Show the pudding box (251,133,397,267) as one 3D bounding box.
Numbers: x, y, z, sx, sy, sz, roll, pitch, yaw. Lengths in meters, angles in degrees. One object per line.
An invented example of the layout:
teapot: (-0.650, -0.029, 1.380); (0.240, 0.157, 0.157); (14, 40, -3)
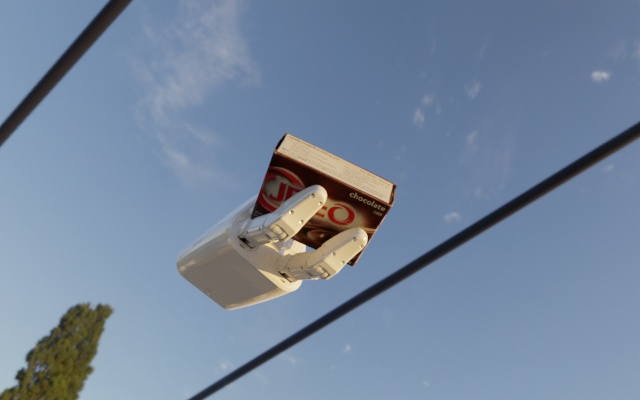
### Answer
pudding box: (0.000, 0.001, 0.439); (0.113, 0.090, 0.039); (23, 43, -3)
